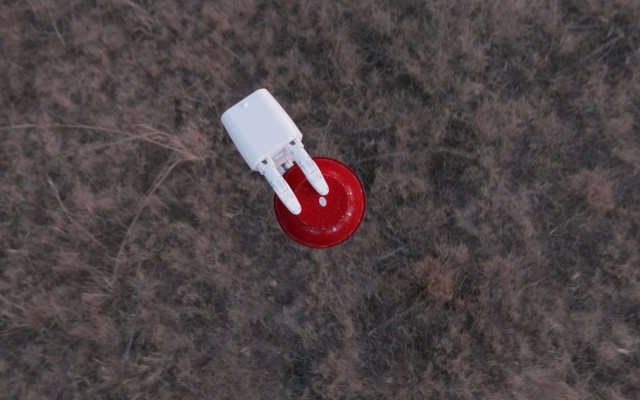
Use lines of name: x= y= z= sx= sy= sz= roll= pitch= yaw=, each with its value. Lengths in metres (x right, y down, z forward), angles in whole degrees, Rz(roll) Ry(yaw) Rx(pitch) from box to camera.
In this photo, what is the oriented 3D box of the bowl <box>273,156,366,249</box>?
bowl: x=0.001 y=0.004 z=0.806 sx=0.162 sy=0.162 sz=0.055 roll=0 pitch=-2 yaw=-2
